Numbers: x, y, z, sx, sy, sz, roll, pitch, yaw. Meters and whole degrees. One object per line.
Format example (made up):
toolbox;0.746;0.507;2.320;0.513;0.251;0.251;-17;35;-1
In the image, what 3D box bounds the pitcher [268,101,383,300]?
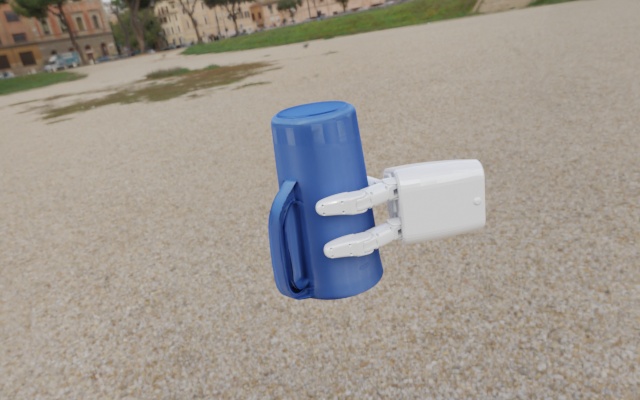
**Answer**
pitcher;0.000;0.002;0.626;0.145;0.243;0.149;-9;20;-1
